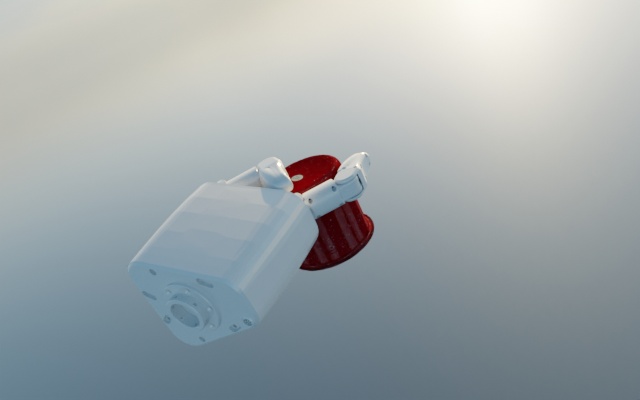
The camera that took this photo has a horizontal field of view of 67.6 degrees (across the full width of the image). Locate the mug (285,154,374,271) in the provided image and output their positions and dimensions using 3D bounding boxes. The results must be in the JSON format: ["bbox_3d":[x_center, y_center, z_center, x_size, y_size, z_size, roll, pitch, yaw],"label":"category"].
[{"bbox_3d":[0.001,0.001,0.480,0.093,0.081,0.117,-9,31,31],"label":"mug"}]
